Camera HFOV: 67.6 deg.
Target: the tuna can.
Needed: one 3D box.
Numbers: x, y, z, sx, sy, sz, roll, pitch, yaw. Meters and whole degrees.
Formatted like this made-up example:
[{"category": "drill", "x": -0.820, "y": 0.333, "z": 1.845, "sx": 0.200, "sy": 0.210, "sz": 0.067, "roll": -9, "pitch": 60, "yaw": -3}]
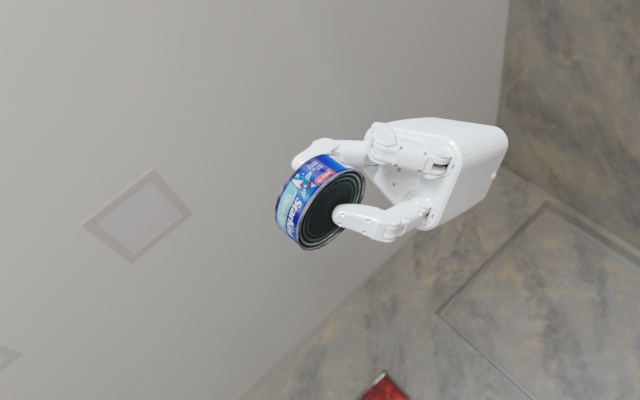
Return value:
[{"category": "tuna can", "x": 0.000, "y": 0.001, "z": 0.433, "sx": 0.033, "sy": 0.086, "sz": 0.086, "roll": 38, "pitch": 20, "yaw": 29}]
